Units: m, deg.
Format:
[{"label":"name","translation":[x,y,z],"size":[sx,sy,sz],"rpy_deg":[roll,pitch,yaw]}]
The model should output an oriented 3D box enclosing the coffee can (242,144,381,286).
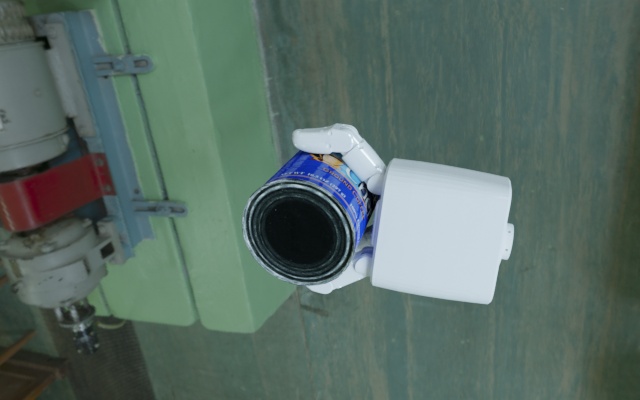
[{"label":"coffee can","translation":[0.000,0.001,0.463],"size":[0.103,0.103,0.140],"rpy_deg":[0,24,19]}]
